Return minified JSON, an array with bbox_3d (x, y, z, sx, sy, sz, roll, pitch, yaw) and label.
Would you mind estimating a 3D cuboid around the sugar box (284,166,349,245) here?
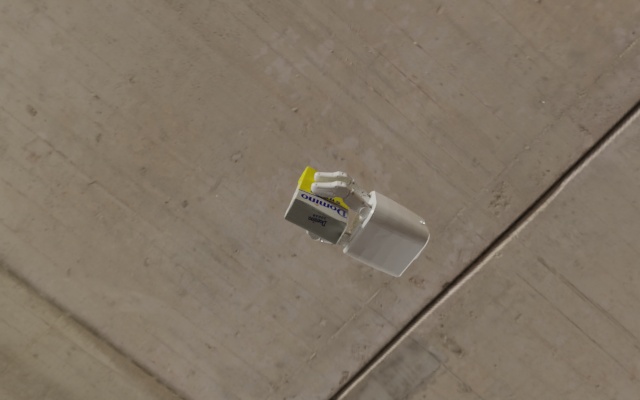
[{"bbox_3d":[0.001,0.002,0.800,0.093,0.048,0.176,27,17,-6],"label":"sugar box"}]
